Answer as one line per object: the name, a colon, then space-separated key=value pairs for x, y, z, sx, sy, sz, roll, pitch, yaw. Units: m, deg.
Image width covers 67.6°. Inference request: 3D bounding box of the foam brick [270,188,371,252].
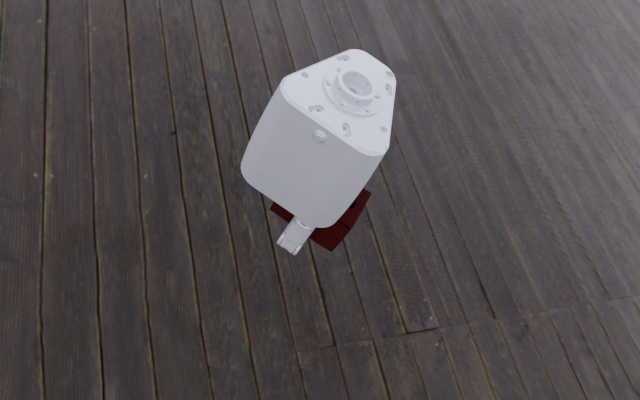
foam brick: x=0.000 y=0.002 z=0.469 sx=0.078 sy=0.053 sz=0.051 roll=34 pitch=-39 yaw=-1
